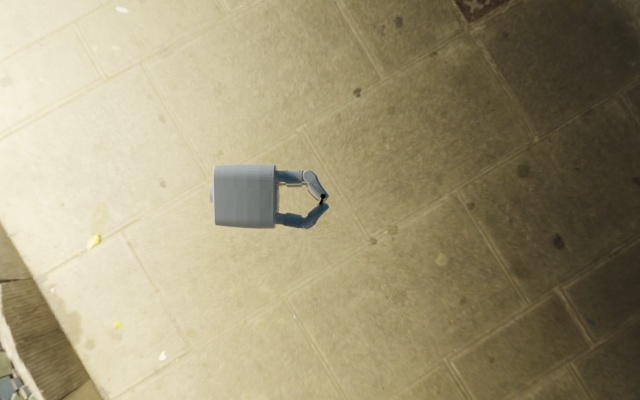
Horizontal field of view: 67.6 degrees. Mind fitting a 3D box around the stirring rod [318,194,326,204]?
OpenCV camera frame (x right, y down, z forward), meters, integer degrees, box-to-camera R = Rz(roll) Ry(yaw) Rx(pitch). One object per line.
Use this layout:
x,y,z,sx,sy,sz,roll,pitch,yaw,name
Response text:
0.000,0.003,0.835,0.011,0.011,0.239,0,-4,-2,stirring rod
